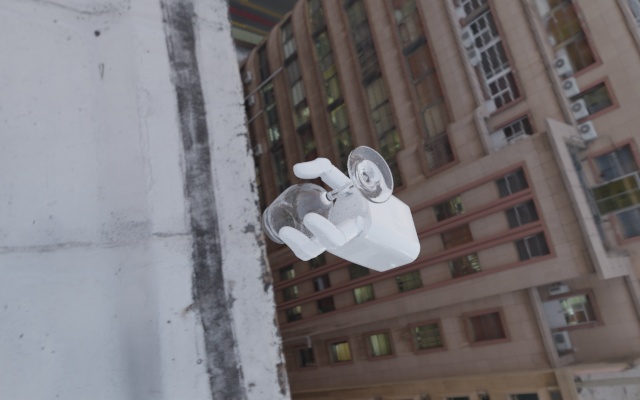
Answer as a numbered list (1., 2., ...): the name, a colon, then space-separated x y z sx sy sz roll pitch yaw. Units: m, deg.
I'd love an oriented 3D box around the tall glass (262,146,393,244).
1. tall glass: 0.000 0.002 0.643 0.079 0.079 0.201 0 -19 -41
